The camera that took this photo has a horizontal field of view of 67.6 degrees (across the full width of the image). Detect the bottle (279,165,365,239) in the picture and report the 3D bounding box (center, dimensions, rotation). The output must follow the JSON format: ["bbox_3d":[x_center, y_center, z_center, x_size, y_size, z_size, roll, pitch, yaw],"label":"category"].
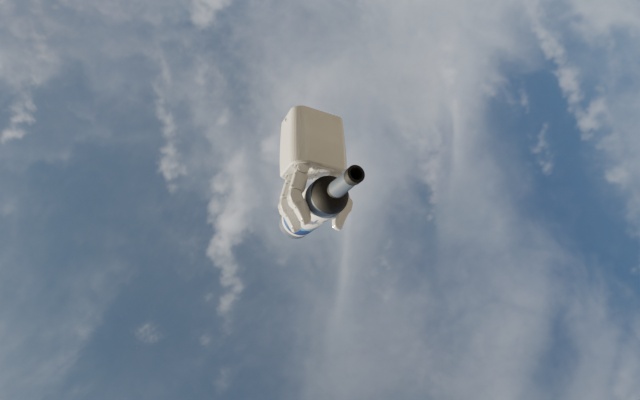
[{"bbox_3d":[0.000,0.003,0.807,0.069,0.069,0.296,0,-16,-21],"label":"bottle"}]
